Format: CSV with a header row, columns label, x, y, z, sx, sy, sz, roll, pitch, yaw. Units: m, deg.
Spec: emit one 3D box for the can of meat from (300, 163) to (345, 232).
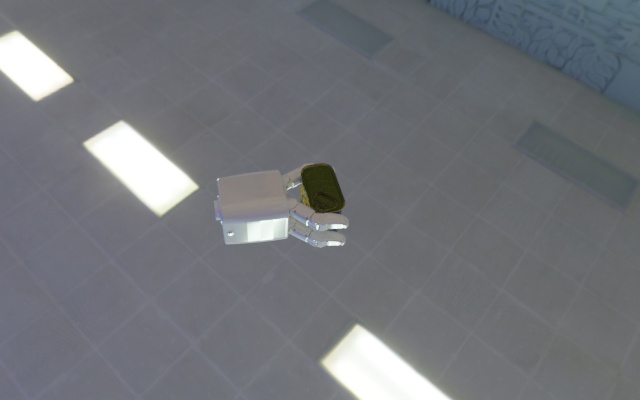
label,x,y,z,sx,sy,sz,roll,pitch,yaw
can of meat,0.000,0.003,0.816,0.057,0.102,0.084,-10,-34,-13
